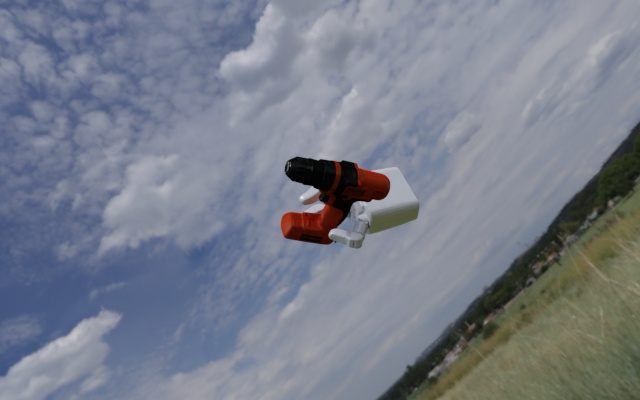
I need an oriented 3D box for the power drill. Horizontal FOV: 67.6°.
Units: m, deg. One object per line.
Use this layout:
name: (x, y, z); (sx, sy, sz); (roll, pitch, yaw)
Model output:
power drill: (0.000, 0.003, 0.813); (0.184, 0.057, 0.188); (12, -38, -23)
